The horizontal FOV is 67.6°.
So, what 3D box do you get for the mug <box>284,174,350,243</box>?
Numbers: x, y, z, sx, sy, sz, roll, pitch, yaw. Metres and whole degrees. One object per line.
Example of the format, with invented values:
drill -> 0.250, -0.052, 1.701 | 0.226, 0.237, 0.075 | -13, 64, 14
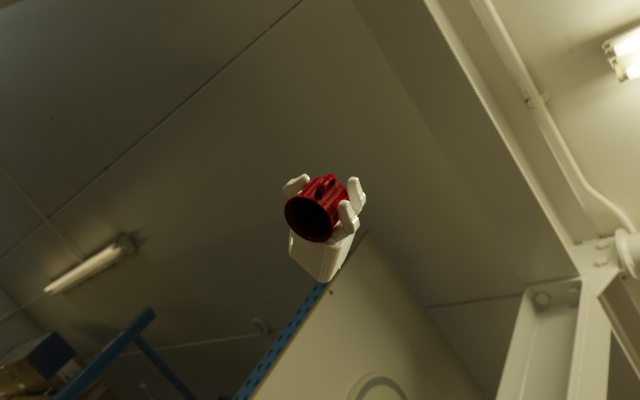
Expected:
mug -> 0.000, 0.001, 0.808 | 0.093, 0.117, 0.081 | 27, 43, 14
